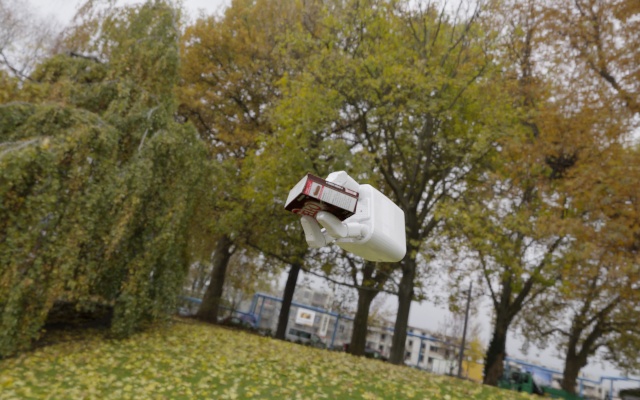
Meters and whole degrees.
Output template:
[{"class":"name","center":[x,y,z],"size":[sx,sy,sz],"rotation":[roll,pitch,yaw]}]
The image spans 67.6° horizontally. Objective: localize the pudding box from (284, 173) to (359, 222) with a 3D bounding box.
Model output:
[{"class":"pudding box","center":[0.000,0.002,0.753],"size":[0.090,0.039,0.113],"rotation":[20,-21,-12]}]
